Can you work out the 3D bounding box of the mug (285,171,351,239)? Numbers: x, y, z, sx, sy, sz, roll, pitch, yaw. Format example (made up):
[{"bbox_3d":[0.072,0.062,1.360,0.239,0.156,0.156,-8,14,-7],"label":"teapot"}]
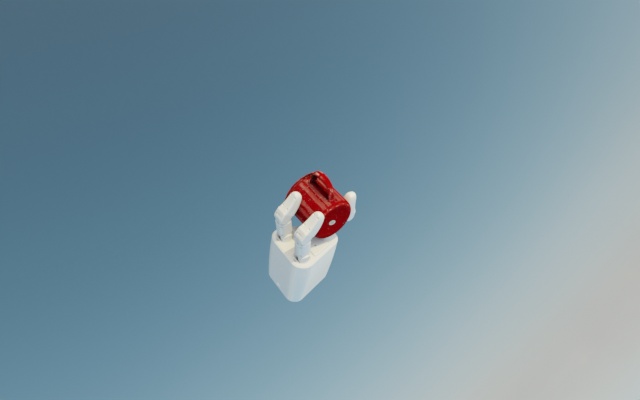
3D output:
[{"bbox_3d":[0.001,0.002,0.813,0.093,0.117,0.081,-23,53,-32],"label":"mug"}]
